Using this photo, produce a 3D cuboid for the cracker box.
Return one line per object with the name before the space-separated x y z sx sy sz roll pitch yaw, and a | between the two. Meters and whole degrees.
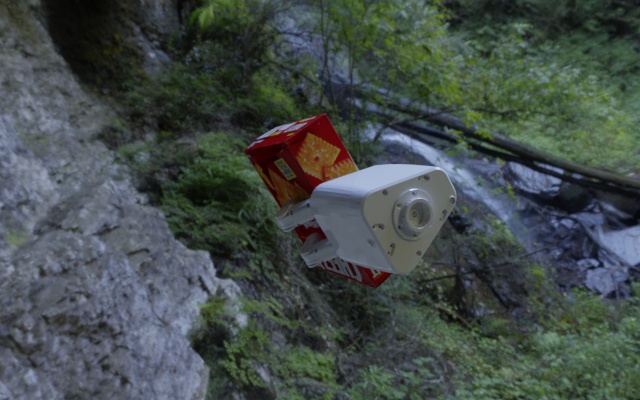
cracker box | 0.000 0.002 0.629 0.072 0.214 0.164 -37 18 -20
